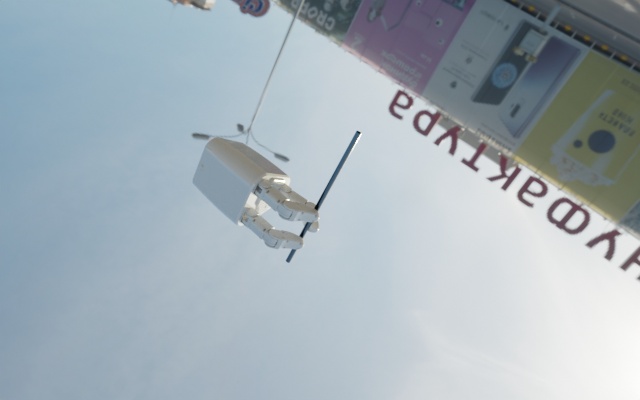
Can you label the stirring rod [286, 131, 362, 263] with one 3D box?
[{"bbox_3d":[0.000,0.002,0.691,0.011,0.240,0.011,22,29,-13],"label":"stirring rod"}]
